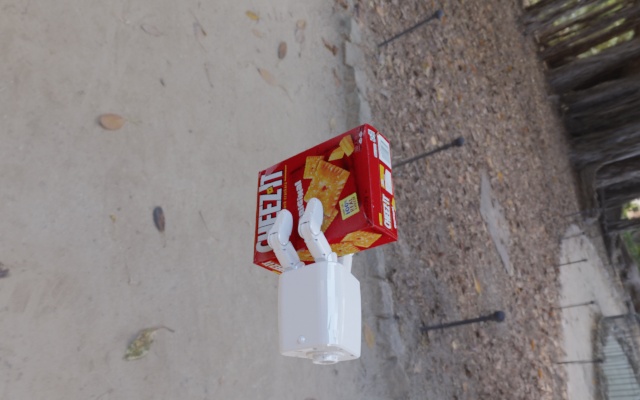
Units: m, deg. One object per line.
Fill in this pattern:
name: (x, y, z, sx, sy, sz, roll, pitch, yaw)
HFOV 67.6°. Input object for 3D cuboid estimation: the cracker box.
cracker box: (0.000, 0.002, 0.699, 0.214, 0.164, 0.072, -20, -34, 32)
